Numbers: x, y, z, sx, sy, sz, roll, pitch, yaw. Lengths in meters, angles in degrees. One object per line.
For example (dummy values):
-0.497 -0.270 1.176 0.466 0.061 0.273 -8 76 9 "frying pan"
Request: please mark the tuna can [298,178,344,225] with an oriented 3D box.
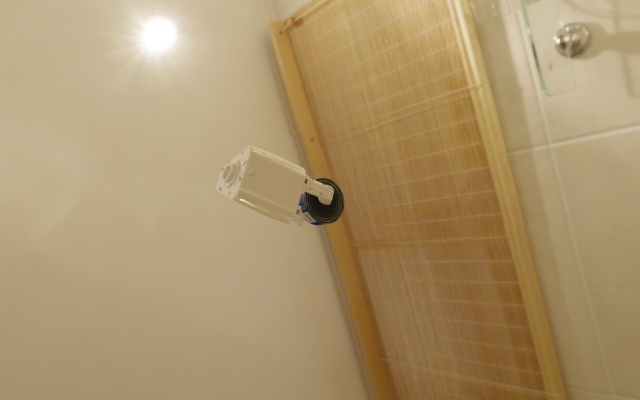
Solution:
0.000 0.003 0.882 0.086 0.086 0.034 0 -9 -34 "tuna can"
